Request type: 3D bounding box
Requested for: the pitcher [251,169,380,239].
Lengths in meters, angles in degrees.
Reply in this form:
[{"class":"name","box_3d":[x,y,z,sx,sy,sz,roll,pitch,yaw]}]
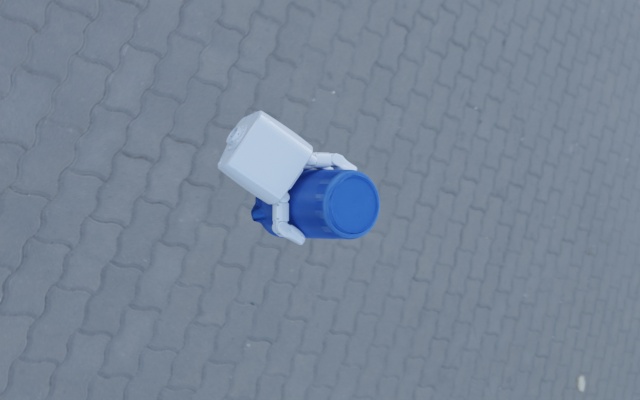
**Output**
[{"class":"pitcher","box_3d":[0.000,0.003,0.835,0.145,0.149,0.243,35,-17,-26]}]
